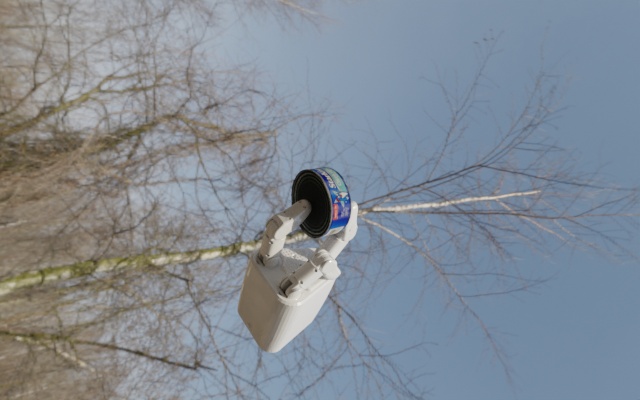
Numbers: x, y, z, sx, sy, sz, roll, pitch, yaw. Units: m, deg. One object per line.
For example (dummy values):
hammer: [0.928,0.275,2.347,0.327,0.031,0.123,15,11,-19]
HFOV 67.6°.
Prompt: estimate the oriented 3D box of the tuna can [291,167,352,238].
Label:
tuna can: [0.001,0.002,0.593,0.034,0.086,0.086,-11,6,-34]
